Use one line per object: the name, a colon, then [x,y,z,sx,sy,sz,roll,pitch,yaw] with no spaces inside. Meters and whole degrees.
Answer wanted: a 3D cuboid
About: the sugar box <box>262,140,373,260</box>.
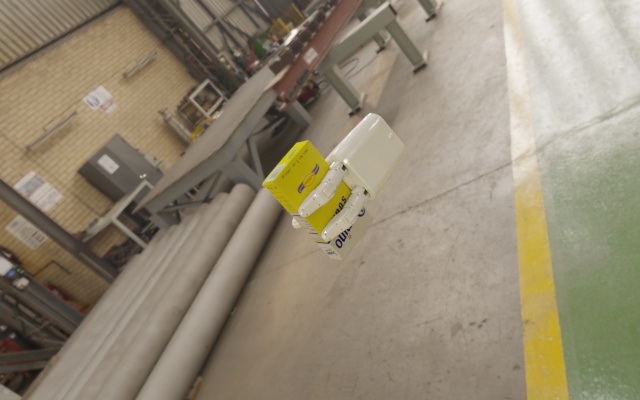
sugar box: [0.000,0.002,0.749,0.176,0.093,0.048,47,-23,-20]
